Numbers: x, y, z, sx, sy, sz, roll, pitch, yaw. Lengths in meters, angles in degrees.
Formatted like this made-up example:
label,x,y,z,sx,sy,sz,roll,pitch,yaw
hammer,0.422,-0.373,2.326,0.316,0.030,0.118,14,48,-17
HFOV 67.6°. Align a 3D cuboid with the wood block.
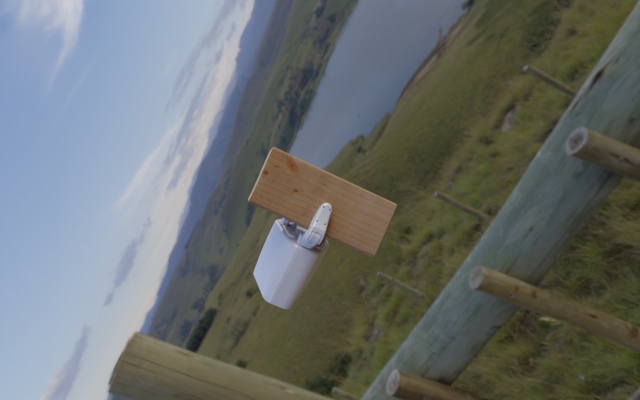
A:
label,x,y,z,sx,sy,sz,roll,pitch,yaw
wood block,0.000,0.003,0.745,0.206,0.090,0.091,24,-1,-9
